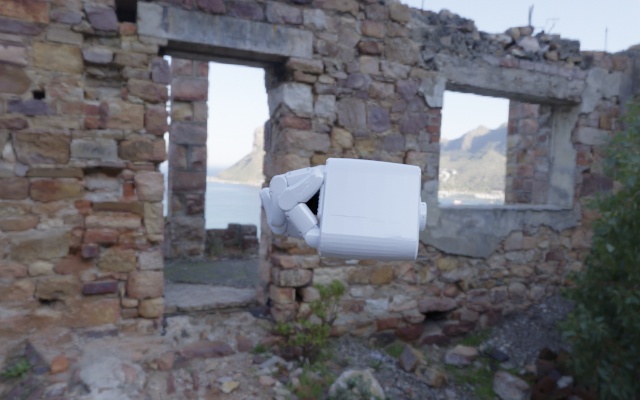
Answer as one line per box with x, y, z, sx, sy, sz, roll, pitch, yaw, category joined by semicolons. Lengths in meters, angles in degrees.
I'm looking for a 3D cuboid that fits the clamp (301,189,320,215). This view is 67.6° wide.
0.000;0.001;0.645;0.120;0.039;0.171;5;4;5;clamp
